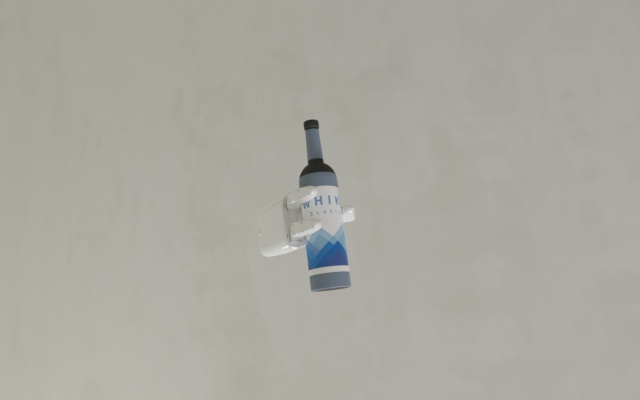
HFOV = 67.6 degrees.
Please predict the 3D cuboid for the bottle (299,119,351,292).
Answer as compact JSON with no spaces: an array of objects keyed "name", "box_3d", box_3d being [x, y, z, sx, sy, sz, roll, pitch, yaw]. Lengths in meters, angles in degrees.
[{"name":"bottle","box_3d":[0.000,0.003,0.812,0.069,0.295,0.069,-7,-14,-2]}]
